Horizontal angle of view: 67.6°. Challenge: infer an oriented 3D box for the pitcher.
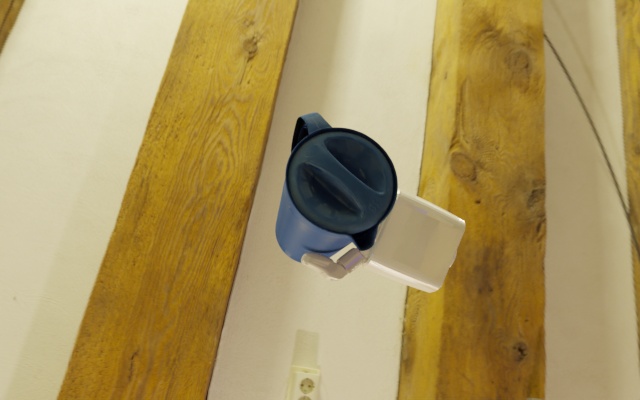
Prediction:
[{"bbox_3d":[0.000,0.002,0.655,0.145,0.149,0.243,24,-22,-3],"label":"pitcher"}]
